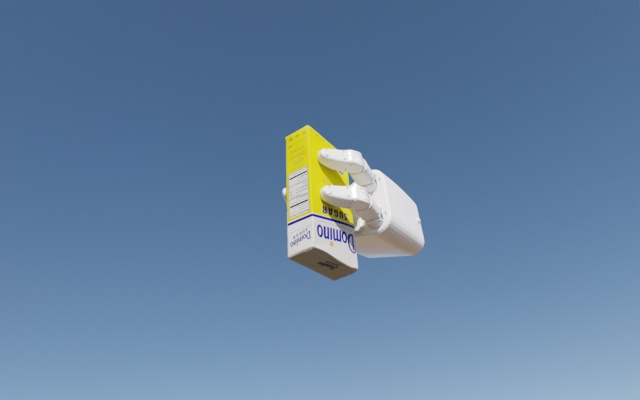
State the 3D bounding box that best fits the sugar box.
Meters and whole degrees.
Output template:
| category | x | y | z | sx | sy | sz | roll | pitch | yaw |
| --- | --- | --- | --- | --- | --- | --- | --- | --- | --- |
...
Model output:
| category | x | y | z | sx | sy | sz | roll | pitch | yaw |
| --- | --- | --- | --- | --- | --- | --- | --- | --- | --- |
| sugar box | 0.001 | 0.002 | 0.599 | 0.048 | 0.176 | 0.093 | -26 | -38 | 27 |
